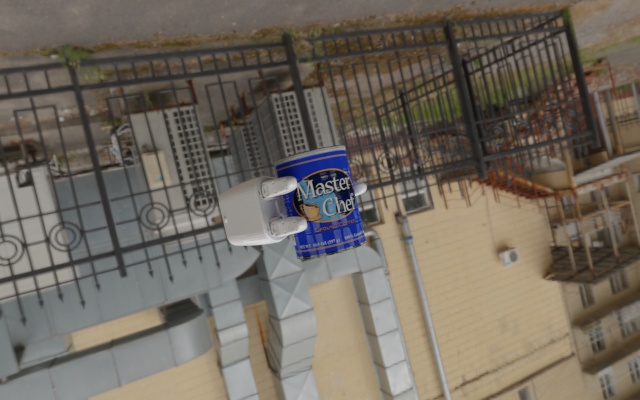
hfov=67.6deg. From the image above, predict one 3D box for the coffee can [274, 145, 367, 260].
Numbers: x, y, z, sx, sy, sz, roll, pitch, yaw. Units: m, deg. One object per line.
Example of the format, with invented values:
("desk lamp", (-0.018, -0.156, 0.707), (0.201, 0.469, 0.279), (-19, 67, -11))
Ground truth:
("coffee can", (0.000, 0.002, 0.673), (0.103, 0.140, 0.103), (-13, 1, 0))
